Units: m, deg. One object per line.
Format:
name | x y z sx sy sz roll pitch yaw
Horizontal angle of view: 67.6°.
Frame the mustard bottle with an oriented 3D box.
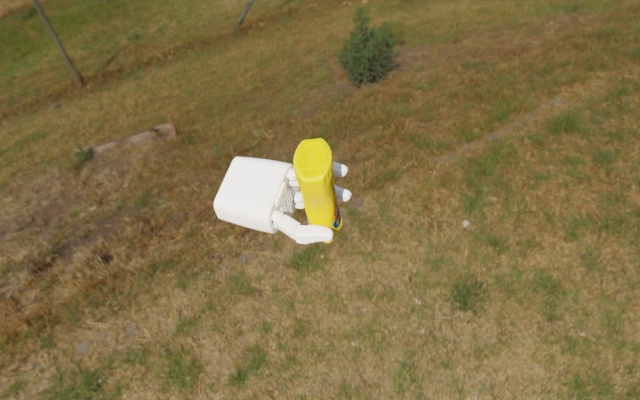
mustard bottle | 0.000 0.002 0.759 0.058 0.096 0.192 -7 -44 4
